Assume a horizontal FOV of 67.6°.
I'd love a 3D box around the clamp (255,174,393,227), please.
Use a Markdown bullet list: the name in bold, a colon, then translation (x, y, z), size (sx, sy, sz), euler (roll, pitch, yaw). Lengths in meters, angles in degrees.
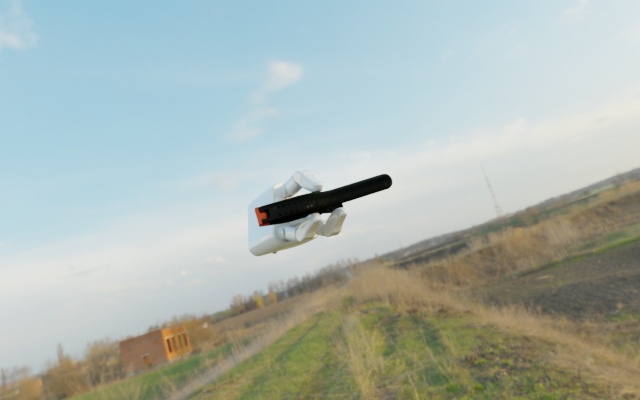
- **clamp**: translation (-0.001, 0.002, 0.748), size (0.210, 0.036, 0.164), euler (-11, -11, -38)
